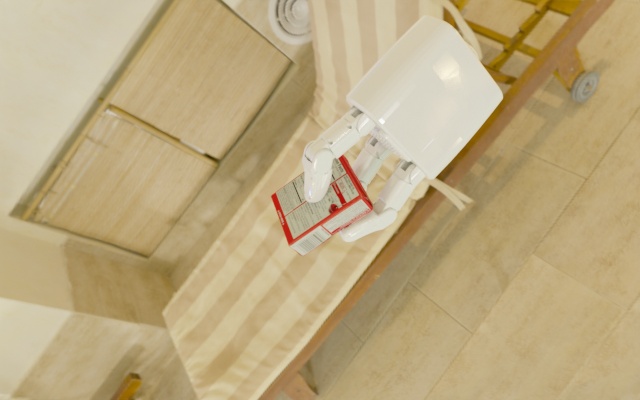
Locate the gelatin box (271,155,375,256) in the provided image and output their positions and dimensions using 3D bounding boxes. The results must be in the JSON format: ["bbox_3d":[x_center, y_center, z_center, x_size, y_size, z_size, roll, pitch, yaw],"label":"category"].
[{"bbox_3d":[0.000,0.002,0.478,0.089,0.073,0.030,-35,-43,10],"label":"gelatin box"}]
